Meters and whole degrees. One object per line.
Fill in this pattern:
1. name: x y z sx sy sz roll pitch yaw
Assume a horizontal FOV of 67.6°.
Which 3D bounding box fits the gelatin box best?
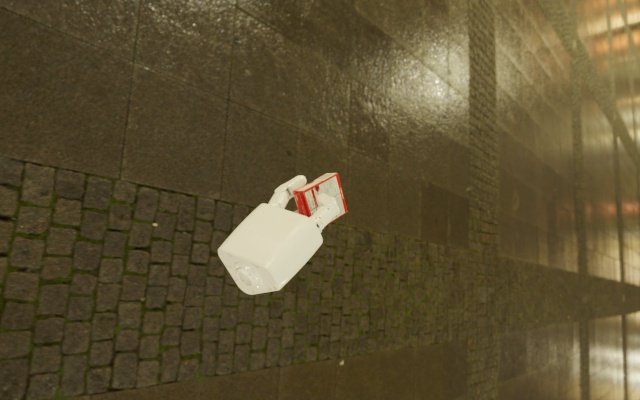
1. gelatin box: 0.001 0.002 0.802 0.030 0.073 0.089 3 25 46
